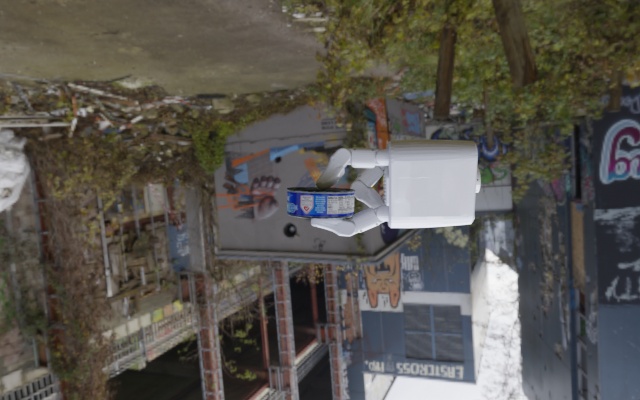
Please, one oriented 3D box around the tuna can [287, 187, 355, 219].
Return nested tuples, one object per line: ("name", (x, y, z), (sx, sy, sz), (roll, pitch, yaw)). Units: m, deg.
("tuna can", (0.000, 0.003, 0.601), (0.086, 0.034, 0.086), (1, 5, 0))
